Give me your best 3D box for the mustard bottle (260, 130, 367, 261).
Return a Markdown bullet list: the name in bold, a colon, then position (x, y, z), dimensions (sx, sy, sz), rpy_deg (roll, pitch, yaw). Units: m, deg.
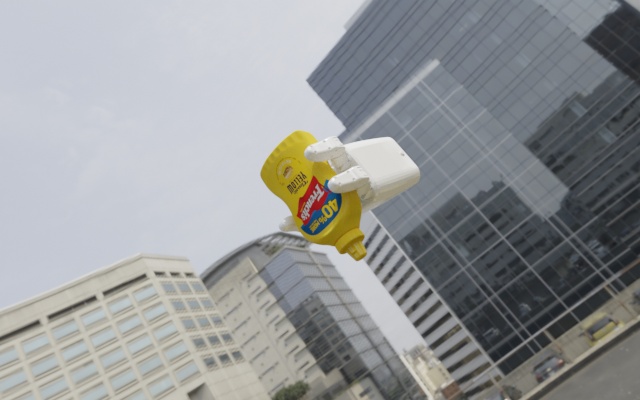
- **mustard bottle**: position (0.000, 0.002, 0.647), dimensions (0.096, 0.191, 0.058), rpy_deg (-46, -23, 22)
